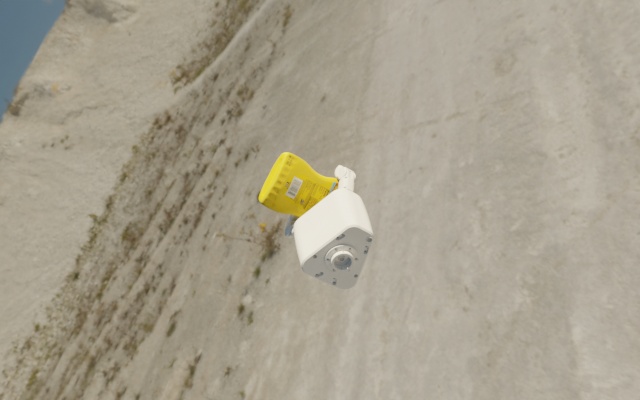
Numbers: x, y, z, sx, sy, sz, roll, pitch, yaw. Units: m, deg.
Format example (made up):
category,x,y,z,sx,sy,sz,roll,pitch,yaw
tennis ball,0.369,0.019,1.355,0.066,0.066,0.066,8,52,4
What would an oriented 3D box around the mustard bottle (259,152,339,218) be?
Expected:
category,x,y,z,sx,sy,sz,roll,pitch,yaw
mustard bottle,0.000,0.002,0.804,0.192,0.096,0.058,28,-3,-20
